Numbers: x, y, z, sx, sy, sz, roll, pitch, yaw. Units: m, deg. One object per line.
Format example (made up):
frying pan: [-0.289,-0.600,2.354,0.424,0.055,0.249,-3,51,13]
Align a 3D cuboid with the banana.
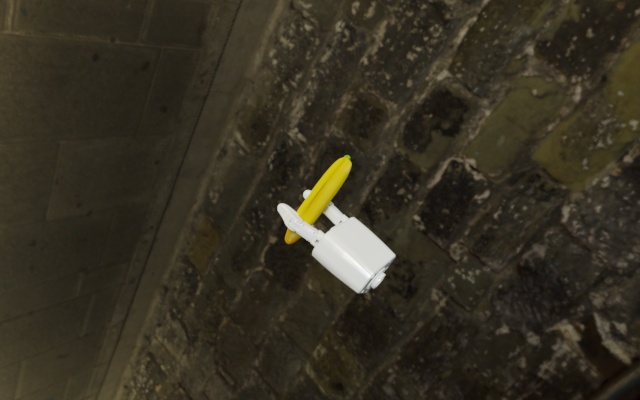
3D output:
banana: [0.001,-0.004,0.842,0.037,0.198,0.070,36,-7,10]
